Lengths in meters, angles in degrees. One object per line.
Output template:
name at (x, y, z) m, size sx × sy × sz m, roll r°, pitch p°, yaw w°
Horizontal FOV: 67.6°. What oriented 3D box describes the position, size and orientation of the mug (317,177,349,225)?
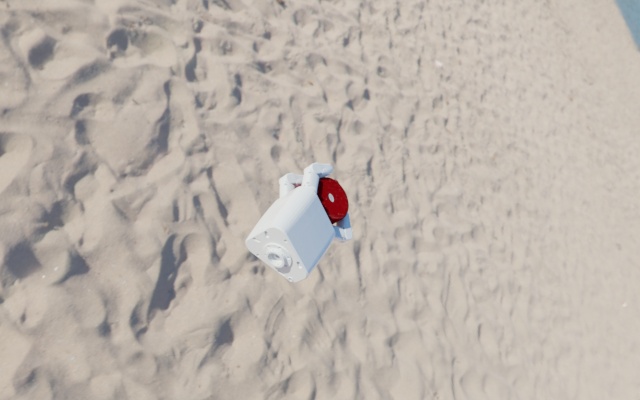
mug at (0.001, 0.002, 0.852) m, size 0.081 × 0.093 × 0.117 m, roll -29°, pitch 18°, yaw 41°
